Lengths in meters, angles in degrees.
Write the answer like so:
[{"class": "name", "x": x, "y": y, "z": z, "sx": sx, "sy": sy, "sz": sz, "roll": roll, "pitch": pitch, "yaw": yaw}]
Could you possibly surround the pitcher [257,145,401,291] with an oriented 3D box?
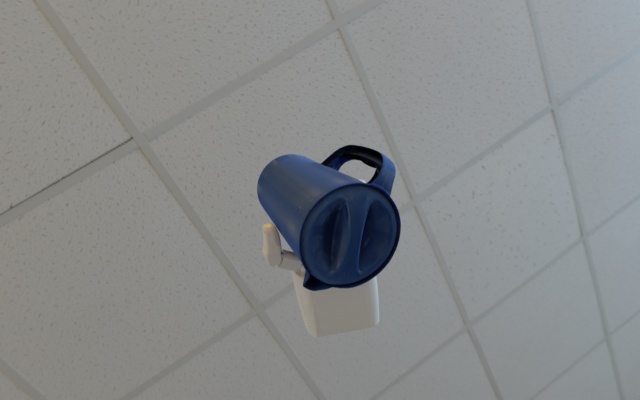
[{"class": "pitcher", "x": 0.000, "y": 0.002, "z": 0.659, "sx": 0.149, "sy": 0.145, "sz": 0.242, "roll": -17, "pitch": 23, "yaw": -18}]
